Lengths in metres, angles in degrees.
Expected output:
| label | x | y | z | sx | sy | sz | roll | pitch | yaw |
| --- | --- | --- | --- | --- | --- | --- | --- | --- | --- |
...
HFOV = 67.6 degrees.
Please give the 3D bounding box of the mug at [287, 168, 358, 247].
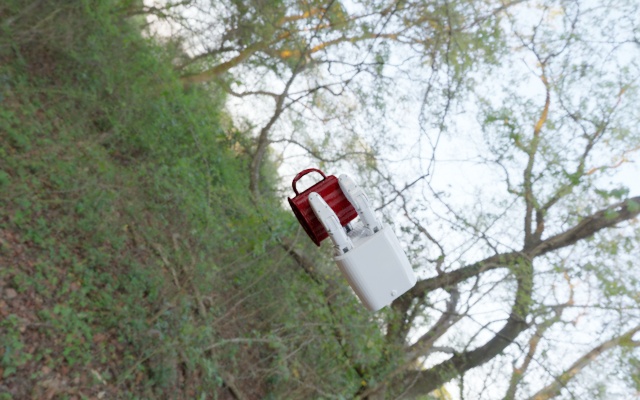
| label | x | y | z | sx | sy | sz | roll | pitch | yaw |
| --- | --- | --- | --- | --- | --- | --- | --- | --- | --- |
| mug | 0.000 | 0.001 | 0.748 | 0.081 | 0.117 | 0.093 | -33 | 16 | -10 |
